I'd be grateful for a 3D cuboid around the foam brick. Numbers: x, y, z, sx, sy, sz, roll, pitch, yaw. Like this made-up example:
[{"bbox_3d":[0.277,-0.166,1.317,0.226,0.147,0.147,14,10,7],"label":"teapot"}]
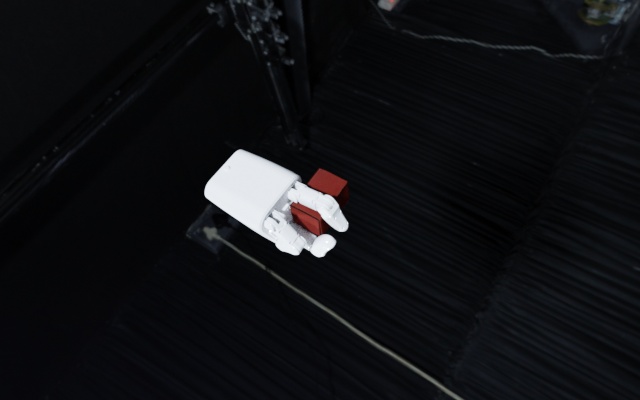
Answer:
[{"bbox_3d":[0.000,0.002,0.698,0.051,0.078,0.053,27,-26,21],"label":"foam brick"}]
